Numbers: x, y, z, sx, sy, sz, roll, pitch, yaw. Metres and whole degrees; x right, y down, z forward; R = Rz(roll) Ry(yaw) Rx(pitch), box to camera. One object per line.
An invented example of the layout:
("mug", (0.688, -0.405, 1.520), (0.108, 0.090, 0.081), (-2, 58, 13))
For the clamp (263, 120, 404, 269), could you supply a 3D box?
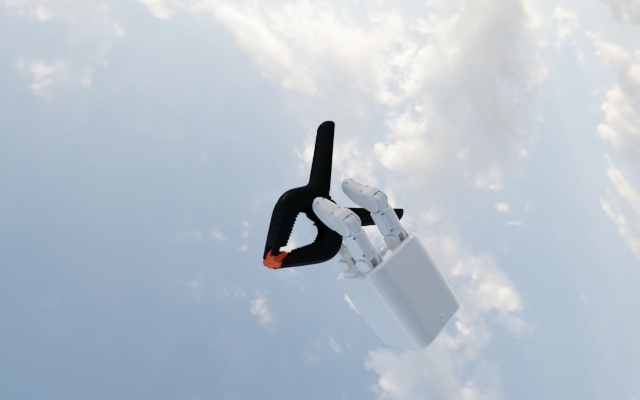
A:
("clamp", (-0.001, 0.003, 0.578), (0.210, 0.164, 0.036), (-36, 3, -38))
